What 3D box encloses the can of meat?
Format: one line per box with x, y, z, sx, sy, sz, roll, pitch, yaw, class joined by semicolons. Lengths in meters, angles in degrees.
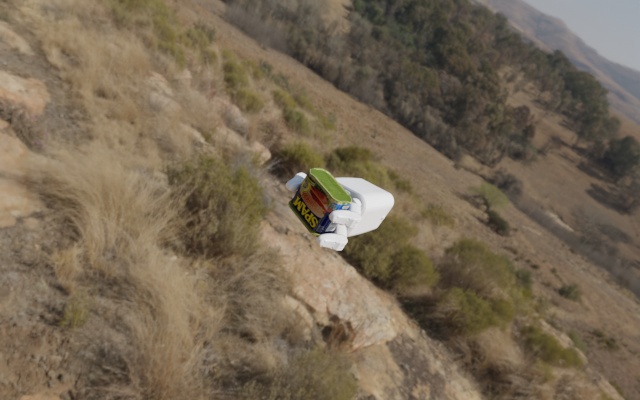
0.000;0.003;0.866;0.057;0.084;0.102;-3;44;-47;can of meat
